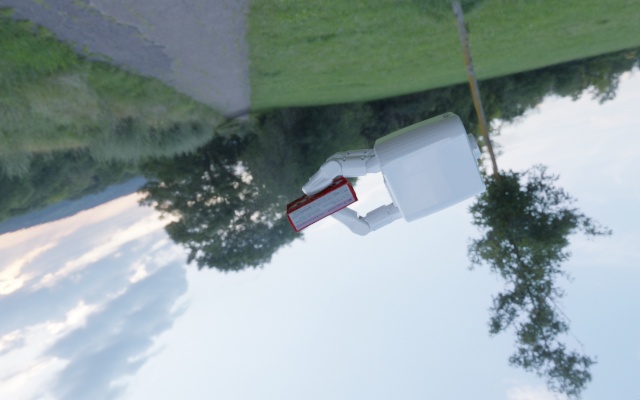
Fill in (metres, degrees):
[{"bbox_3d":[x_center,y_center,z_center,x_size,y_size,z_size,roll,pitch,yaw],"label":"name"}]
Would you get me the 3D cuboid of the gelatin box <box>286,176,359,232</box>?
[{"bbox_3d":[0.000,0.003,0.615,0.089,0.030,0.073,-28,10,1],"label":"gelatin box"}]
